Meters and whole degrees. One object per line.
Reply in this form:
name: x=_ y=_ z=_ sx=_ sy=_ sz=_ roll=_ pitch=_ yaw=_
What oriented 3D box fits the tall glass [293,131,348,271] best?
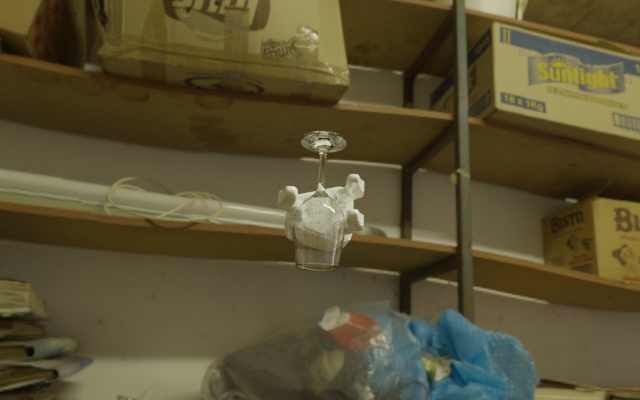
tall glass: x=0.000 y=0.002 z=0.718 sx=0.079 sy=0.201 sz=0.079 roll=3 pitch=-19 yaw=1
